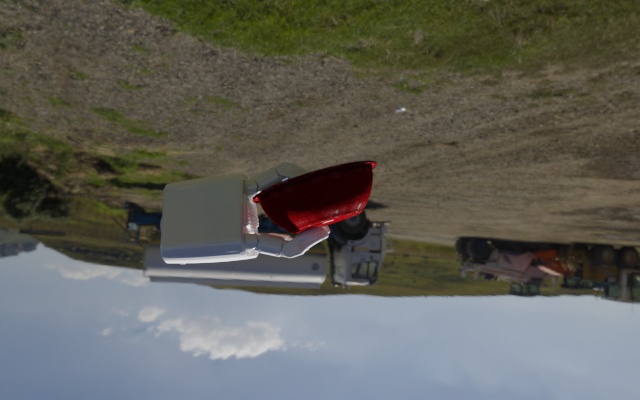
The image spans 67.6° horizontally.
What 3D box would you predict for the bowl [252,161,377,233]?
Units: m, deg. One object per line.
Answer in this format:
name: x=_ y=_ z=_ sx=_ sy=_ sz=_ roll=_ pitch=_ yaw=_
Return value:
bowl: x=0.001 y=0.002 z=0.593 sx=0.162 sy=0.055 sz=0.162 roll=-17 pitch=-6 yaw=-2
